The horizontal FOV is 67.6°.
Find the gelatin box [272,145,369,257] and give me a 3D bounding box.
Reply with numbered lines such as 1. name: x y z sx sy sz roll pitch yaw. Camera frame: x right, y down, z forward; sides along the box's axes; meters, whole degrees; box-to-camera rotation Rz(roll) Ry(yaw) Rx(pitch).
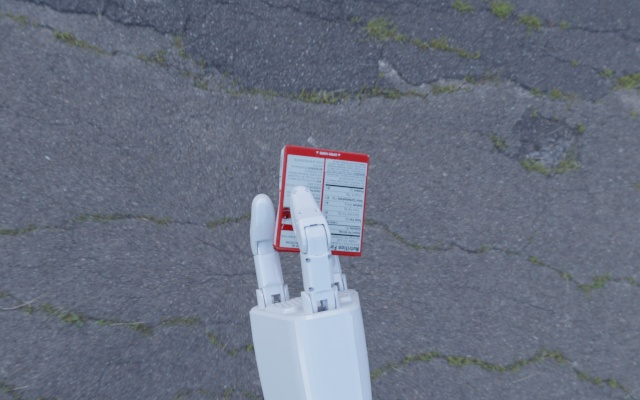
1. gelatin box: 0.000 0.001 0.407 0.073 0.089 0.030 5 -1 -11
